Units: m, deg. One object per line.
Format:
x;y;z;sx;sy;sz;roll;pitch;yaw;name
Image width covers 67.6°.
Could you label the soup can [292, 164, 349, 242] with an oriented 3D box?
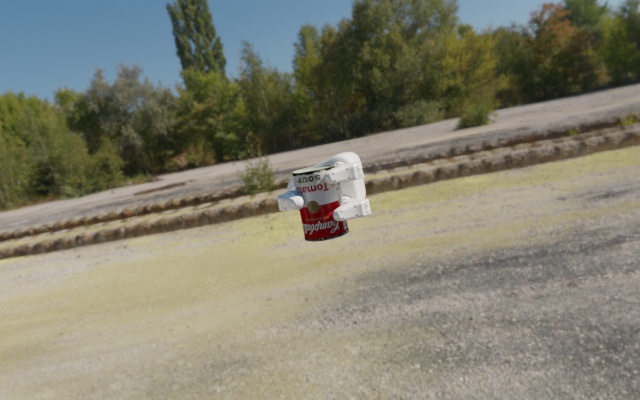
0.000;0.002;0.704;0.068;0.102;0.068;-11;9;2;soup can
